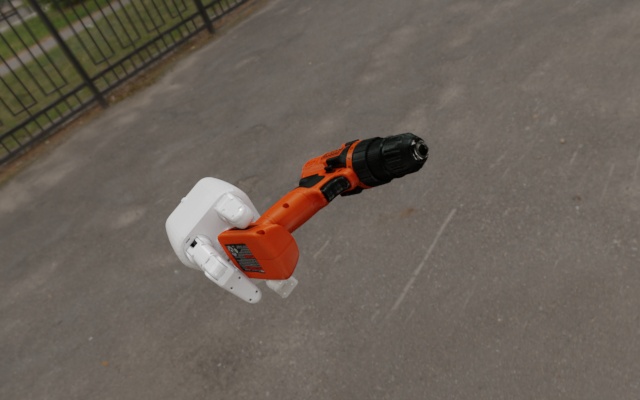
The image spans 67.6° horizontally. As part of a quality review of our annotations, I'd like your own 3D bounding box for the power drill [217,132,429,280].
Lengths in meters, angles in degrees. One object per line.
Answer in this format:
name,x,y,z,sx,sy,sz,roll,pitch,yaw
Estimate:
power drill,0.000,0.002,0.483,0.187,0.057,0.184,-40,15,-32
